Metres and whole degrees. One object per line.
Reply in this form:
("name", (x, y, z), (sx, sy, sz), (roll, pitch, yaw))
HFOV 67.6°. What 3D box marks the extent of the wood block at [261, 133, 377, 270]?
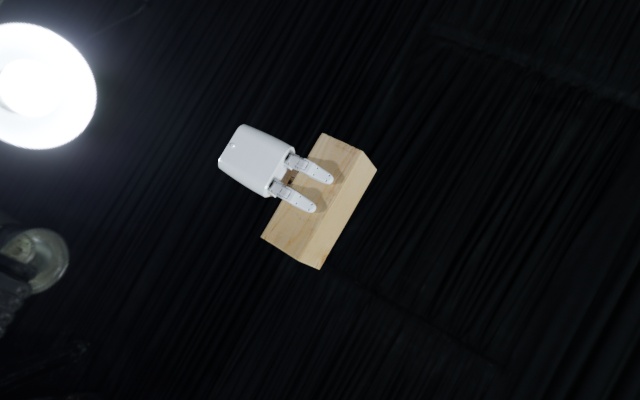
("wood block", (0.000, 0.003, 0.827), (0.090, 0.206, 0.091), (28, -4, 27))
